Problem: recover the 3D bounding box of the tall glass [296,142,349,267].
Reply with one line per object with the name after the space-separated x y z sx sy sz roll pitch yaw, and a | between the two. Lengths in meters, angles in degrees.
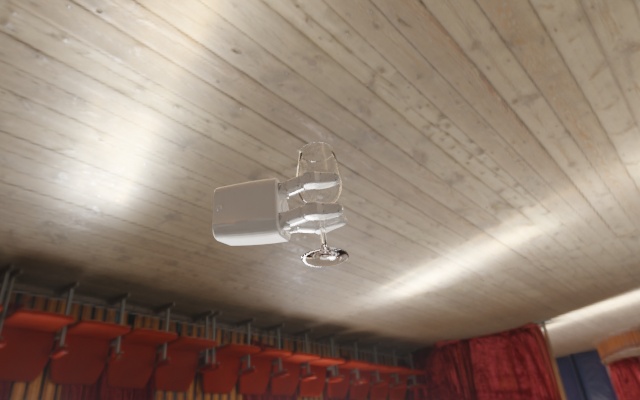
0.000 0.003 0.787 0.079 0.201 0.079 -3 -29 -2 | tall glass
